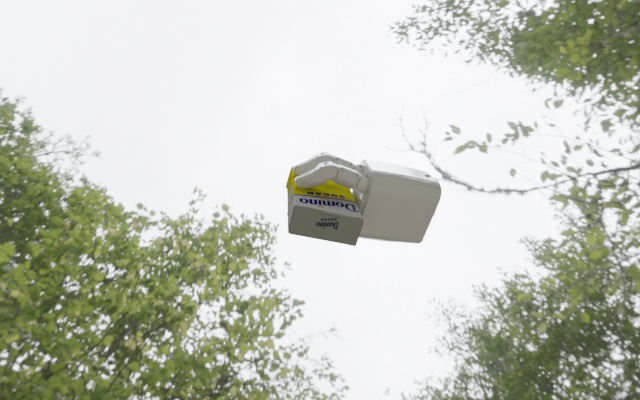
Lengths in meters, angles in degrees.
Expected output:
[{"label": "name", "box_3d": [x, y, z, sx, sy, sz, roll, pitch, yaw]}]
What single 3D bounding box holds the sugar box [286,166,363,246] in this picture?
[{"label": "sugar box", "box_3d": [0.000, 0.002, 0.679, 0.093, 0.048, 0.176, 11, 17, -10]}]
